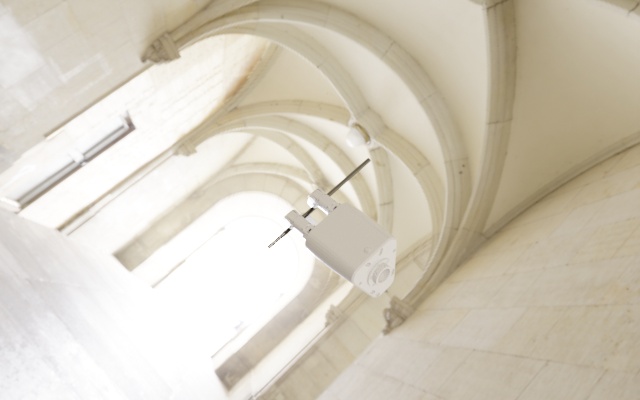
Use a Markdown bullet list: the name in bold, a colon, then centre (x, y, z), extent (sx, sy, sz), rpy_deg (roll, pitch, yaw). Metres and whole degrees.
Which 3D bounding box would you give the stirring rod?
- **stirring rod**: centre (0.000, 0.003, 0.823), extent (0.239, 0.011, 0.011), rpy_deg (-41, 13, -16)
